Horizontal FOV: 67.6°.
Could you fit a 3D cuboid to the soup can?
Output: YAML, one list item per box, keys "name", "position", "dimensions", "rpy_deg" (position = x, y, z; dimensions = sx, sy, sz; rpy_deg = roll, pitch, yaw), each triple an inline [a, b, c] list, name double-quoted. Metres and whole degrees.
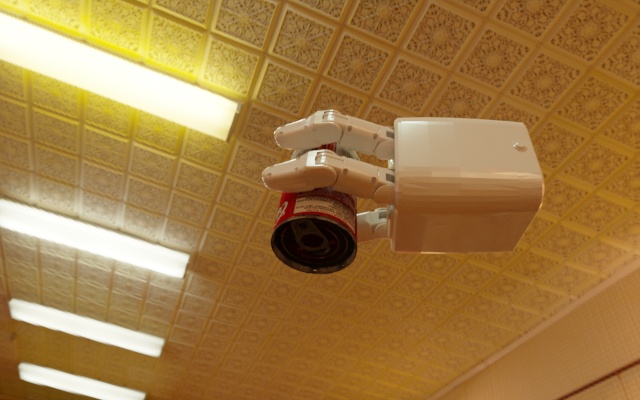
- name: "soup can"
  position: [0.000, 0.001, 0.406]
  dimensions: [0.068, 0.069, 0.102]
  rpy_deg: [0, 44, 9]
